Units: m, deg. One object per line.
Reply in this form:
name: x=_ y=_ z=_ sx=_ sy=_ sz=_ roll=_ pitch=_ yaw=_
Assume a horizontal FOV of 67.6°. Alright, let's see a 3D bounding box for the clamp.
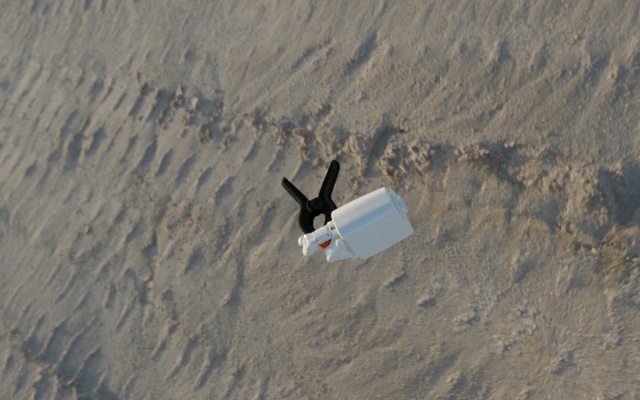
clamp: x=0.000 y=0.003 z=0.898 sx=0.120 sy=0.171 sz=0.039 roll=-29 pitch=-27 yaw=15
